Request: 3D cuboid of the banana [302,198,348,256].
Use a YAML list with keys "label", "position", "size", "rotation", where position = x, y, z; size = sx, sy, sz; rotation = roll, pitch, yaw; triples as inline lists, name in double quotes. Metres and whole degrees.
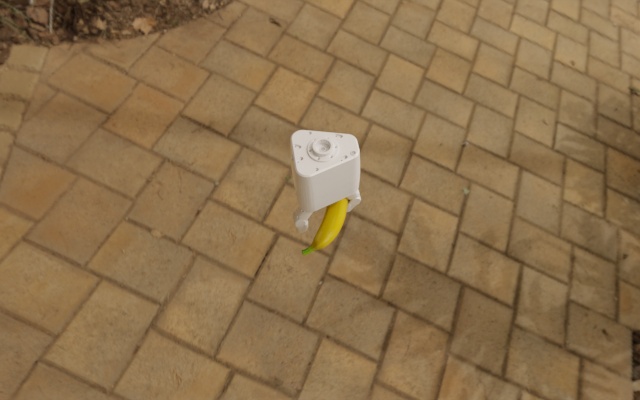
- label: "banana"
  position: [0.017, 0.007, 0.873]
  size: [0.069, 0.197, 0.037]
  rotation: [4, -27, 21]
